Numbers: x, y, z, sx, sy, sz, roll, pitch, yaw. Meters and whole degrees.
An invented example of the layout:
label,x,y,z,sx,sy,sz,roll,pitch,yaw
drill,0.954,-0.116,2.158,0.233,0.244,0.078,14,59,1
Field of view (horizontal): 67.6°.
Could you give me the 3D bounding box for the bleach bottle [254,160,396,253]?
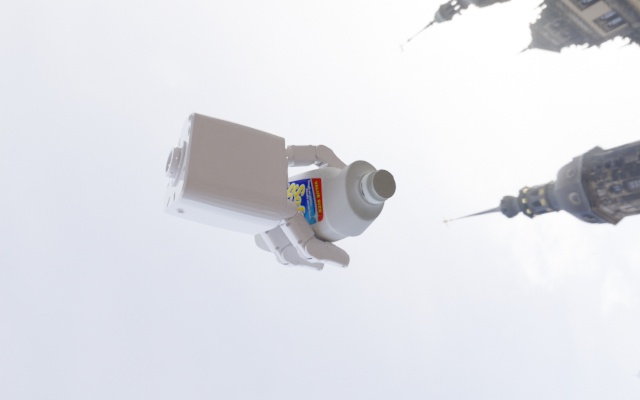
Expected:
label,x,y,z,sx,sy,sz,roll,pitch,yaw
bleach bottle,0.000,0.002,0.555,0.068,0.102,0.251,15,-19,-26
